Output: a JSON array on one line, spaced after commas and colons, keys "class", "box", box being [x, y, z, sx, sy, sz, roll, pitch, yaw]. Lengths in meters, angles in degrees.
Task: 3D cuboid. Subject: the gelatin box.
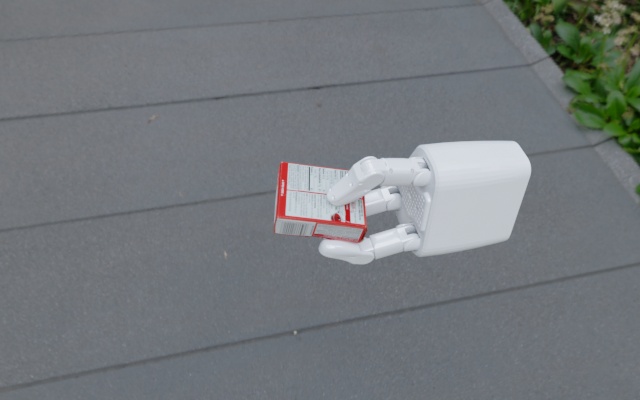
[{"class": "gelatin box", "box": [0.000, 0.001, 0.476, 0.089, 0.073, 0.030, 7, -40, -9]}]
